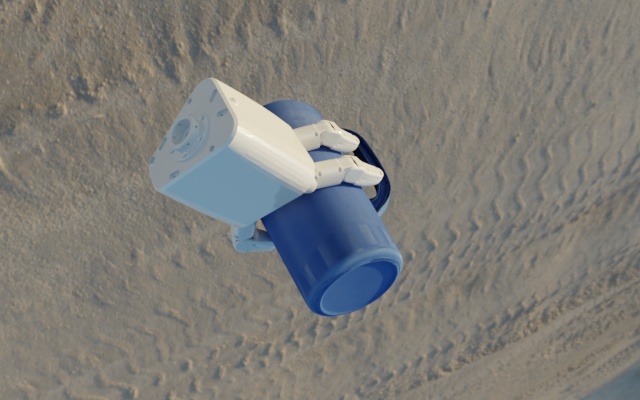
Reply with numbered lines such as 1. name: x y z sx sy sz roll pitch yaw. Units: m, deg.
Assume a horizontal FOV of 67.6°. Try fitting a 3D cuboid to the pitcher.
1. pitcher: 0.000 0.002 0.549 0.149 0.242 0.145 -43 -39 16
